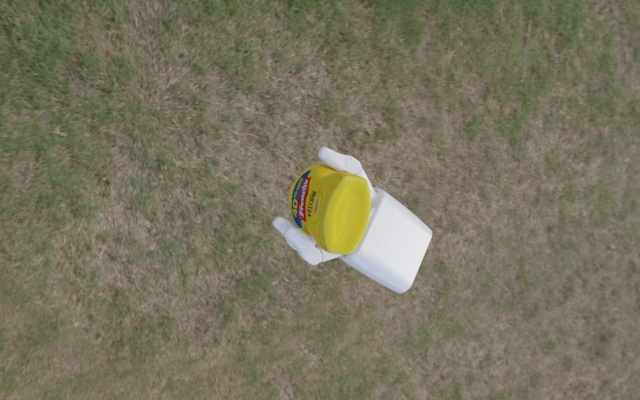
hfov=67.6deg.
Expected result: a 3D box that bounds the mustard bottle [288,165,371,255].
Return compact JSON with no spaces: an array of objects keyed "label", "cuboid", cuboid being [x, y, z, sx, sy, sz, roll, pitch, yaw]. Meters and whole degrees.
[{"label":"mustard bottle","cuboid":[0.000,0.002,0.635,0.058,0.096,0.191,8,7,-21]}]
